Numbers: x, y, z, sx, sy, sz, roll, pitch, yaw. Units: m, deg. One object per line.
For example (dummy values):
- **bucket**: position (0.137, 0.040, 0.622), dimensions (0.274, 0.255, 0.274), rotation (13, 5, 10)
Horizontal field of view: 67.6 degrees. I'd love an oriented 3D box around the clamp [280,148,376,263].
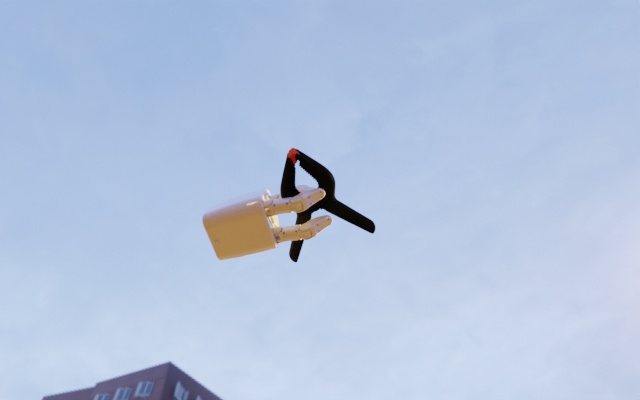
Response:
- **clamp**: position (0.000, 0.002, 0.824), dimensions (0.164, 0.210, 0.036), rotation (-16, 28, 1)
